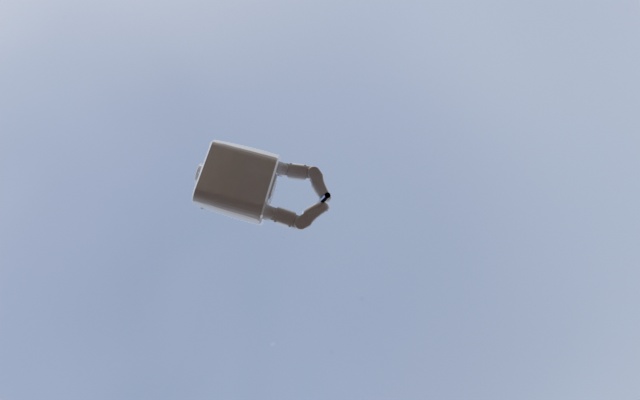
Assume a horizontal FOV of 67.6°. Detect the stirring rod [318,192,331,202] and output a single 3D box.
[{"bbox_3d":[0.000,0.002,0.746,0.011,0.011,0.239,0,-4,-4],"label":"stirring rod"}]
